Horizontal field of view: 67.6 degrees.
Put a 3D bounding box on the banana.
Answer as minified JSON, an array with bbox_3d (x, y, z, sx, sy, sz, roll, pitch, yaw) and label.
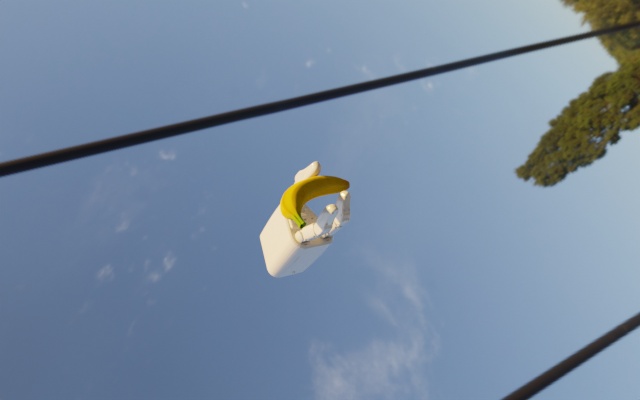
[{"bbox_3d":[-0.016,-0.008,0.805,0.069,0.037,0.197,38,34,7],"label":"banana"}]
